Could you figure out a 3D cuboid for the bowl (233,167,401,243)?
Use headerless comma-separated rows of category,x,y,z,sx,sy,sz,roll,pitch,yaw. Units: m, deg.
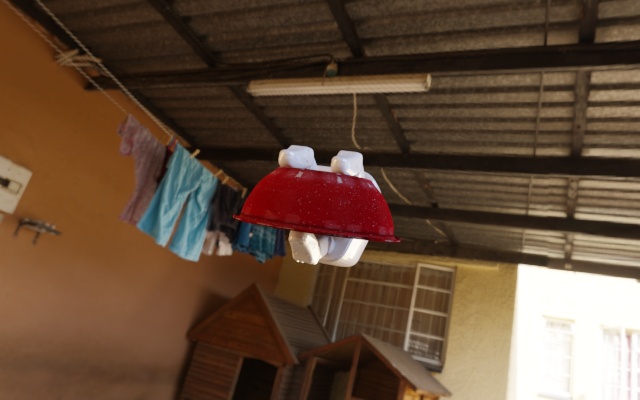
bowl,0.000,0.001,0.459,0.162,0.055,0.162,8,0,0
